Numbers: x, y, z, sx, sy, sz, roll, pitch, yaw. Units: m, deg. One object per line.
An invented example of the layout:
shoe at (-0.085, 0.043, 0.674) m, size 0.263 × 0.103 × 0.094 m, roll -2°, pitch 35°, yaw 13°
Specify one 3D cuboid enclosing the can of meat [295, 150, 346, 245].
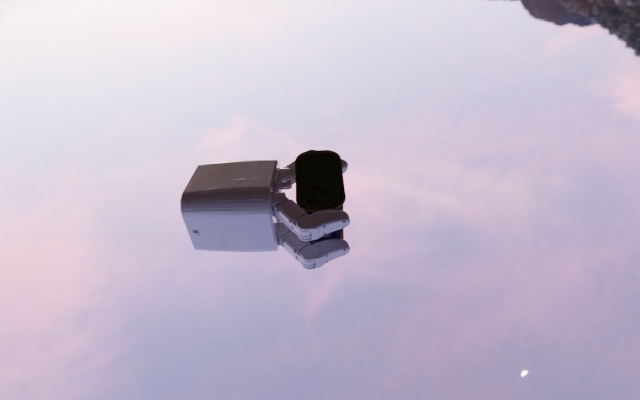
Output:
can of meat at (0.000, 0.002, 0.596) m, size 0.057 × 0.102 × 0.084 m, roll -4°, pitch -44°, yaw -1°
